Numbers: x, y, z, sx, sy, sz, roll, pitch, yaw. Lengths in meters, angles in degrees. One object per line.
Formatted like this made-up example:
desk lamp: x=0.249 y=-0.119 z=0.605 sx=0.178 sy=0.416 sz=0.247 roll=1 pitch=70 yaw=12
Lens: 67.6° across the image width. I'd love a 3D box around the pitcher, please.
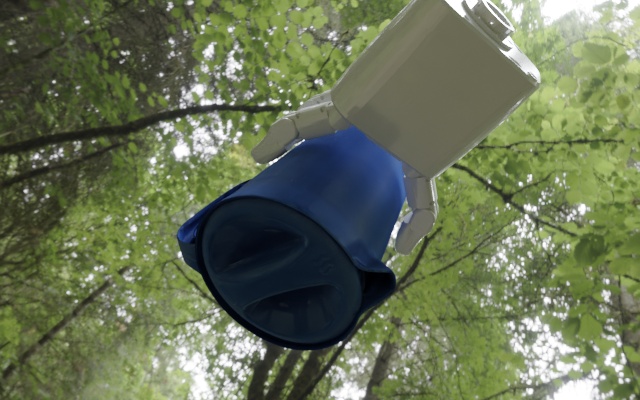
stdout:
pitcher: x=0.000 y=0.001 z=0.433 sx=0.145 sy=0.149 sz=0.242 roll=-46 pitch=3 yaw=36
